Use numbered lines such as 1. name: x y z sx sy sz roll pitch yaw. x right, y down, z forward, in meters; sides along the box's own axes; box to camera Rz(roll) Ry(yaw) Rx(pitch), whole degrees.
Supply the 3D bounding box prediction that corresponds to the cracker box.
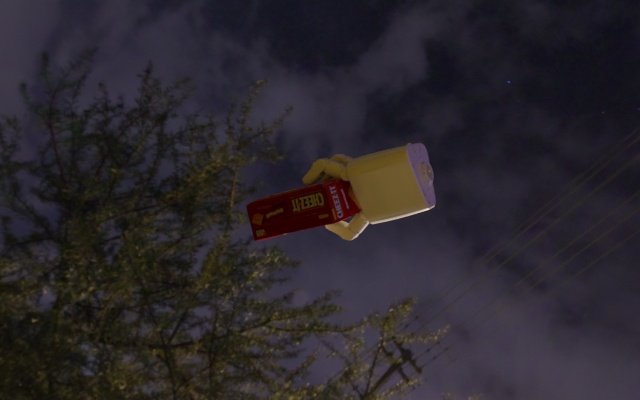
1. cracker box: 0.000 0.003 0.845 0.164 0.072 0.213 -15 1 32
